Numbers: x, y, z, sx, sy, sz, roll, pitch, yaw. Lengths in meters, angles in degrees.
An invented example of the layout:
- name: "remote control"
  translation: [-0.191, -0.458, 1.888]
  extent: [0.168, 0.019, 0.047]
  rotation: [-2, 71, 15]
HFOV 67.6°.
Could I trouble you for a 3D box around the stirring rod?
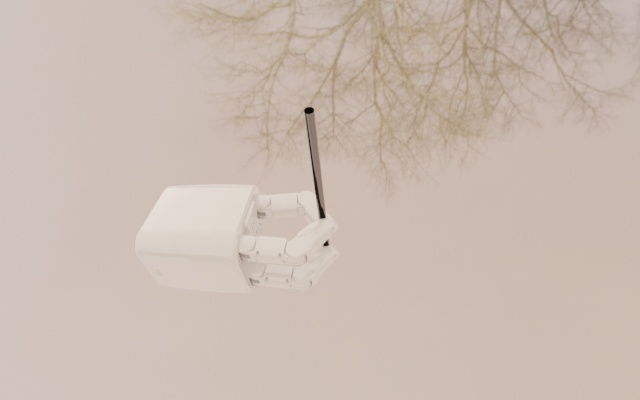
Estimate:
- name: "stirring rod"
  translation: [0.000, 0.001, 0.464]
  extent: [0.011, 0.011, 0.240]
  rotation: [0, -36, 5]
